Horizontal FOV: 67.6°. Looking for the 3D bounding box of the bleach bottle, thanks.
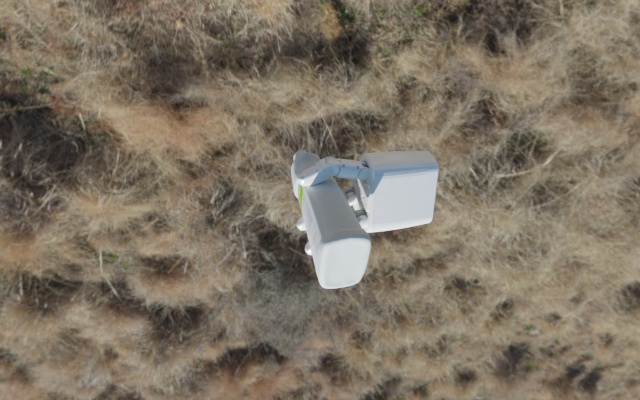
[{"bbox_3d":[0.000,0.002,0.699,0.068,0.103,0.250,-6,42,-14],"label":"bleach bottle"}]
